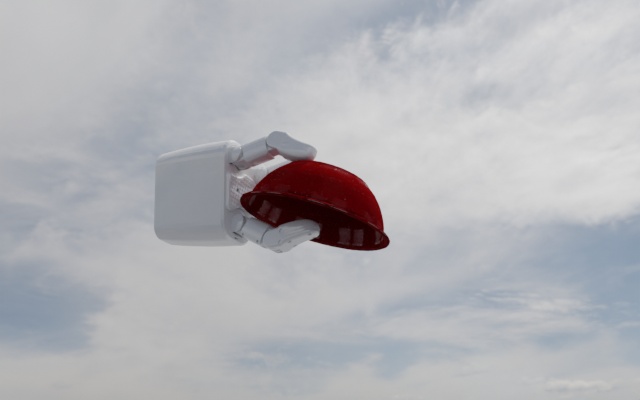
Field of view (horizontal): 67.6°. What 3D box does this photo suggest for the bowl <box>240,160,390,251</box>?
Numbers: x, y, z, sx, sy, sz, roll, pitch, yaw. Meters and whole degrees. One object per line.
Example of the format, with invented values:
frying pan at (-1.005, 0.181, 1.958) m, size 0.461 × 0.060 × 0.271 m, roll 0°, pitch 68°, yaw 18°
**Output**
bowl at (0.001, 0.002, 0.506) m, size 0.162 × 0.055 × 0.162 m, roll 16°, pitch -17°, yaw 5°
